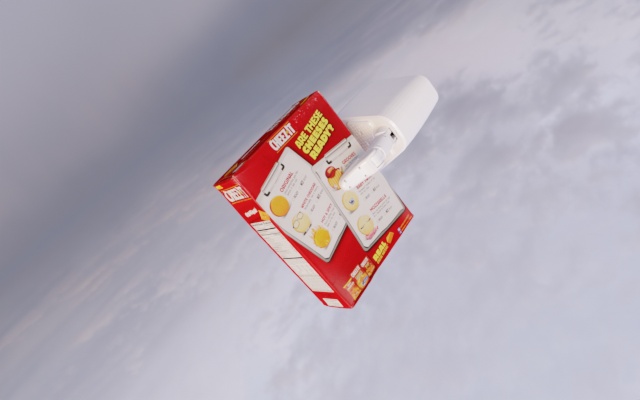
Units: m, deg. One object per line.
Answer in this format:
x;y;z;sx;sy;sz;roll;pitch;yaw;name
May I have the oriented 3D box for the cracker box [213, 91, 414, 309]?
0.000;0.002;0.594;0.072;0.214;0.164;-14;31;55;cracker box
